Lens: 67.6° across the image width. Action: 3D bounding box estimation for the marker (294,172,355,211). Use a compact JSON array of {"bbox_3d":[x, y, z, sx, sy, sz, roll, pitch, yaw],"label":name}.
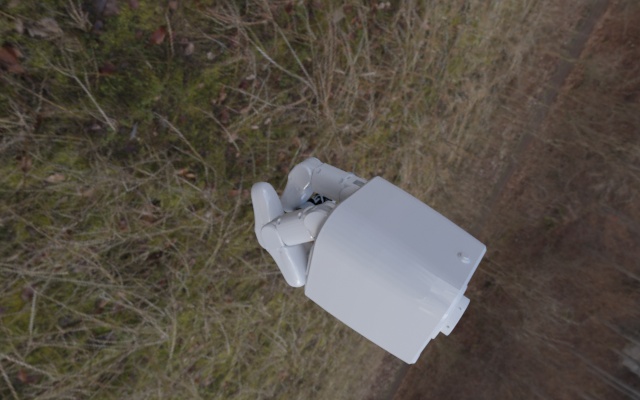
[{"bbox_3d":[0.000,0.001,0.460,0.020,0.020,0.121,0,23,34],"label":"marker"}]
